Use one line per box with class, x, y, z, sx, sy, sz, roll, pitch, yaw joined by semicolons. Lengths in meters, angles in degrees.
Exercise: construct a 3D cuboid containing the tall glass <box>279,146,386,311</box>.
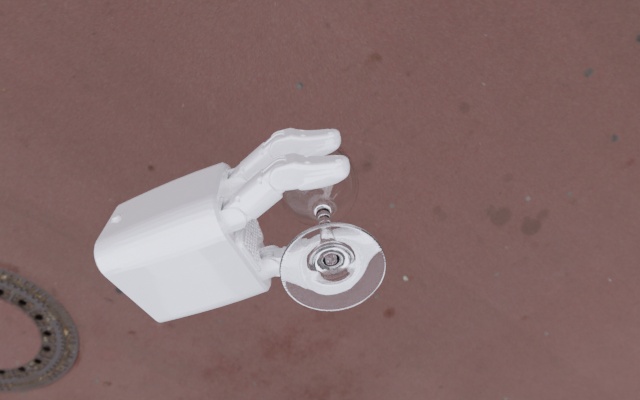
tall glass;0.000;0.002;0.416;0.079;0.079;0.201;0;28;-5
